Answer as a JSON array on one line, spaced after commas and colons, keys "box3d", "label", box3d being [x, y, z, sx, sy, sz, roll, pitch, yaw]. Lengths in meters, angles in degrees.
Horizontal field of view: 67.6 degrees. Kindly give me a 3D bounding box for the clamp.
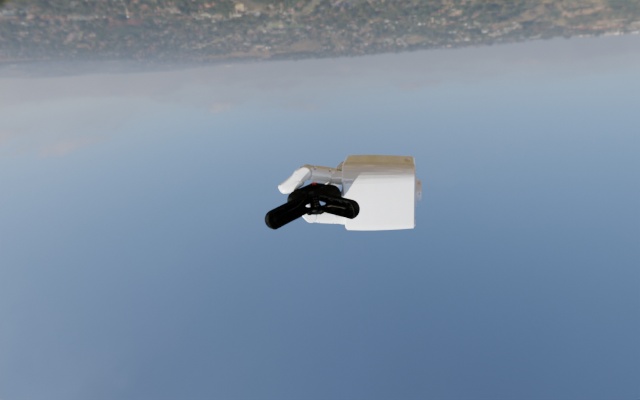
[{"box3d": [0.000, 0.003, 0.666, 0.120, 0.039, 0.171, 0, 16, 10], "label": "clamp"}]
